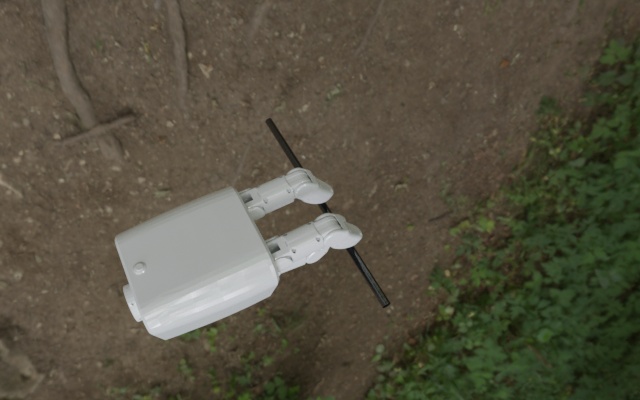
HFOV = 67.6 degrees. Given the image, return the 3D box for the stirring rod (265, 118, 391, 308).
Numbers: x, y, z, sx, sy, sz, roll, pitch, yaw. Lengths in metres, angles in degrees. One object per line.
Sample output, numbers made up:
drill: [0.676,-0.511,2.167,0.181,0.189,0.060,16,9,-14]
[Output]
stirring rod: [0.000,0.002,0.469,0.011,0.239,0.011,-25,-29,-15]
